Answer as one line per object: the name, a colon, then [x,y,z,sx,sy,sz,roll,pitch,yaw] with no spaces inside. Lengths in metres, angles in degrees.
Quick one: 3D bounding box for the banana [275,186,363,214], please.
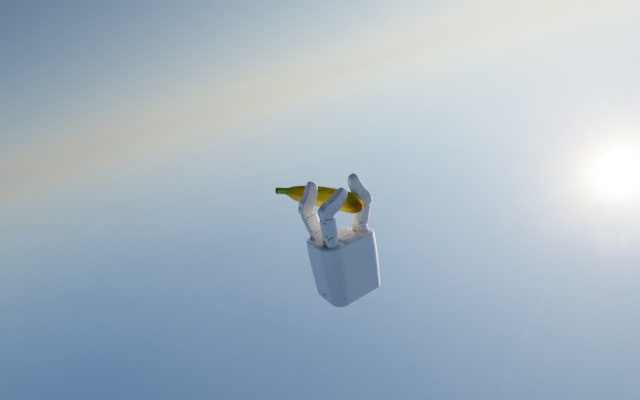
banana: [0.010,-0.001,0.848,0.198,0.037,0.069,9,17,41]
